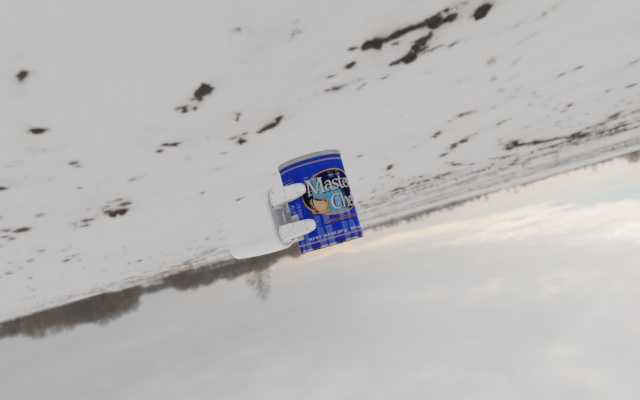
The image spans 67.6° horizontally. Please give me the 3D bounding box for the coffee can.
[{"bbox_3d":[0.000,0.002,0.748,0.103,0.140,0.103,-15,-4,-1],"label":"coffee can"}]
